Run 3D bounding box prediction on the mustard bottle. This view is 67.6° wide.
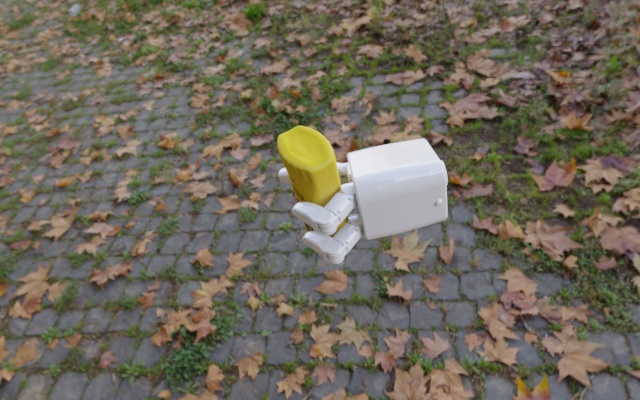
[{"bbox_3d":[0.000,0.002,0.623,0.058,0.192,0.096,-30,45,-14],"label":"mustard bottle"}]
